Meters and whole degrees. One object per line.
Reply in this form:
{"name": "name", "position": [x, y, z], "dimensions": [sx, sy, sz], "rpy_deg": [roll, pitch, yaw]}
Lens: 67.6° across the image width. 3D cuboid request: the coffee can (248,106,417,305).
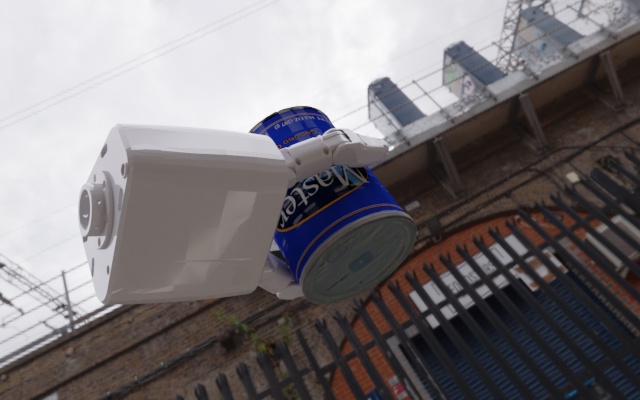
{"name": "coffee can", "position": [0.000, 0.001, 0.408], "dimensions": [0.103, 0.103, 0.140], "rpy_deg": [0, 43, -39]}
